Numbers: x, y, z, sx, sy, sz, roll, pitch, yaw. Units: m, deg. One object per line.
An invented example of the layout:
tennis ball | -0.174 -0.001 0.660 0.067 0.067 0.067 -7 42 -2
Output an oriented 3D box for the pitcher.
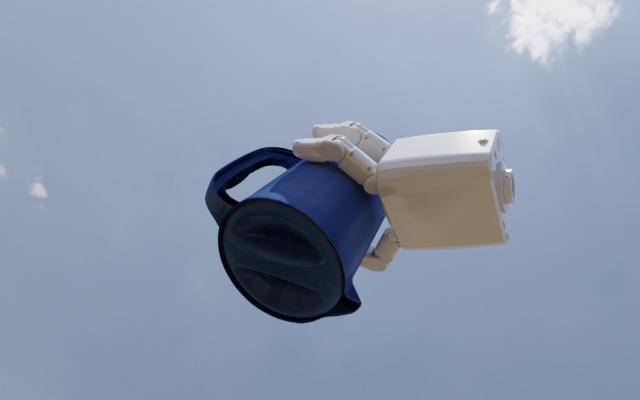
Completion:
pitcher | 0.000 0.002 0.524 0.145 0.149 0.242 -4 24 29
